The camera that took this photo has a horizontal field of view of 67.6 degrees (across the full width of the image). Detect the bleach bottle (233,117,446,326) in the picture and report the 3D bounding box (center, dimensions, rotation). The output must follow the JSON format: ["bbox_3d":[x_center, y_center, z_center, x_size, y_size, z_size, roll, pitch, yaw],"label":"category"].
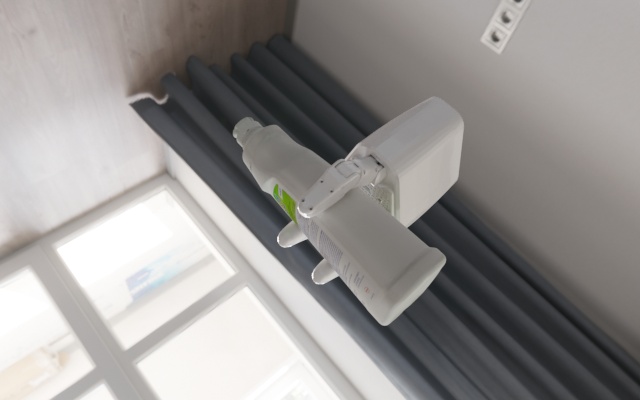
[{"bbox_3d":[0.000,0.002,0.465,0.068,0.250,0.103,-37,-21,-21],"label":"bleach bottle"}]
